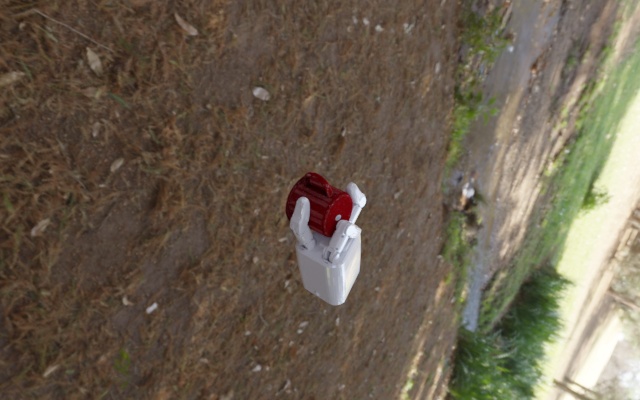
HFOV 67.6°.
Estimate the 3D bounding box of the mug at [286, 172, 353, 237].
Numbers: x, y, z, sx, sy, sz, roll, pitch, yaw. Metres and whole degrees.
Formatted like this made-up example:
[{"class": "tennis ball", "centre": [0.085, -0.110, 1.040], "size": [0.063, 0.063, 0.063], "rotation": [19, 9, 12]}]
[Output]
[{"class": "mug", "centre": [0.000, 0.002, 0.806], "size": [0.081, 0.117, 0.093], "rotation": [25, 49, 32]}]
